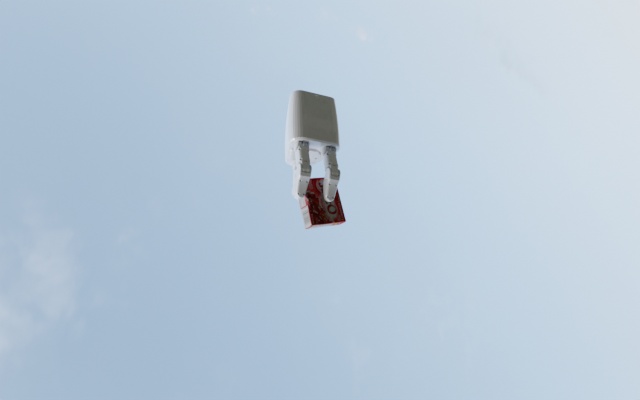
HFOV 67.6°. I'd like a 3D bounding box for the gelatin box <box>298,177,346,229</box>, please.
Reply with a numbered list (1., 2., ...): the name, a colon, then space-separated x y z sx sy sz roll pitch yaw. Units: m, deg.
1. gelatin box: 0.000 0.003 0.859 0.073 0.089 0.030 -5 -15 -31
